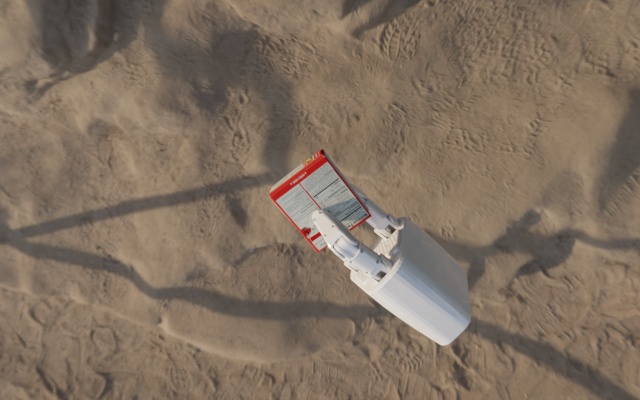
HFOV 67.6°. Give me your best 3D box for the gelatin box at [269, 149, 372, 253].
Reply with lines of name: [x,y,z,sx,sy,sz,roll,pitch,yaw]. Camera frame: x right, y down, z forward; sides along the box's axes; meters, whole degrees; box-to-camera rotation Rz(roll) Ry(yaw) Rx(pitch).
gelatin box: [0.000,0.002,0.515,0.073,0.089,0.030,-36,20,9]
